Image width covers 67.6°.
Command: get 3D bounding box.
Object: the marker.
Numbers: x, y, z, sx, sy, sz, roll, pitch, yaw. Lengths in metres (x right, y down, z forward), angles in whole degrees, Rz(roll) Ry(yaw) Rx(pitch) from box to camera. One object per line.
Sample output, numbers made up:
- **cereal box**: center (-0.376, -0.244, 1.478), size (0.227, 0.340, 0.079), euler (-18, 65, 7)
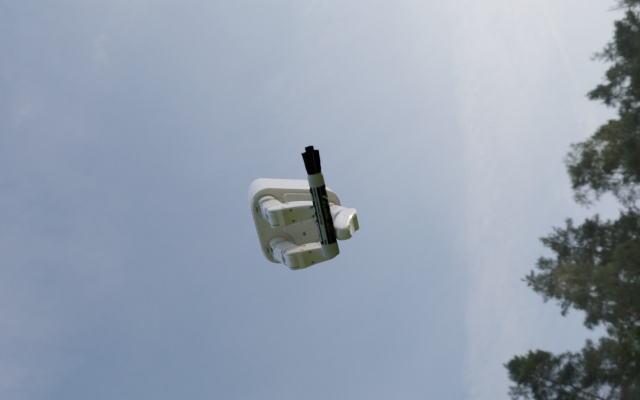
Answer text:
- **marker**: center (0.000, 0.002, 0.505), size (0.020, 0.121, 0.020), euler (-11, 14, 3)
